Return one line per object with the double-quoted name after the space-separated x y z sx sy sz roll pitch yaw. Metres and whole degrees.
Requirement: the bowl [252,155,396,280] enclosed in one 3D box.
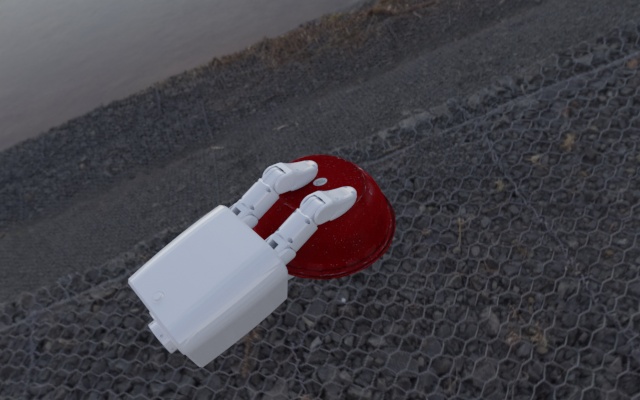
0.001 0.001 0.499 0.162 0.055 0.162 0 44 0 "bowl"
